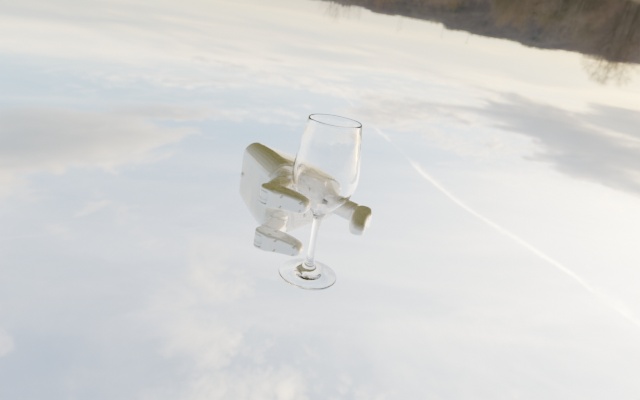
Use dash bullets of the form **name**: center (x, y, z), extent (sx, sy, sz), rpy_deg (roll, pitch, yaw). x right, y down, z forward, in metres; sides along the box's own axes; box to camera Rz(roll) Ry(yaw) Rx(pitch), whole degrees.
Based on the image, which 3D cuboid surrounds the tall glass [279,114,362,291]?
- **tall glass**: center (0.000, 0.003, 0.570), extent (0.079, 0.201, 0.079), rpy_deg (9, 21, -4)
